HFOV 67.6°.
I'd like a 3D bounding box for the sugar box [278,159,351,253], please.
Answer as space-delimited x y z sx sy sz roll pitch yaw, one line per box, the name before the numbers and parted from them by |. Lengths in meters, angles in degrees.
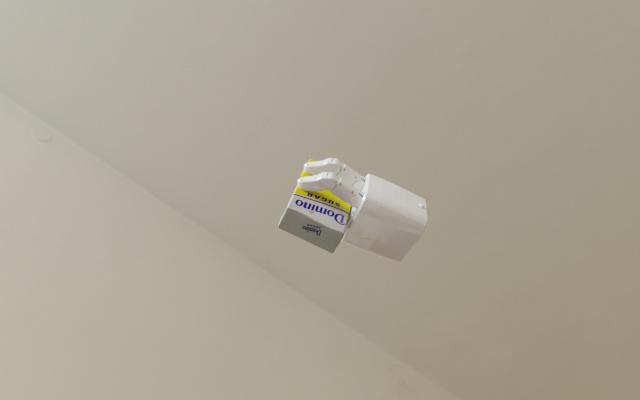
sugar box | 0.000 0.002 0.758 0.093 0.048 0.176 26 28 -5
